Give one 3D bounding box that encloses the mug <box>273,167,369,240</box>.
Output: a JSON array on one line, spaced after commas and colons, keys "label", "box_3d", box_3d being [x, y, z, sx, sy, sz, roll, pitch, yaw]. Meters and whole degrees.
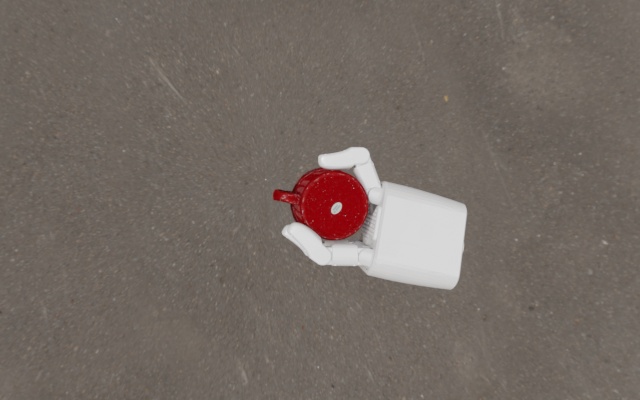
[{"label": "mug", "box_3d": [-0.001, 0.002, 0.583, 0.117, 0.093, 0.081, 12, 1, -8]}]
